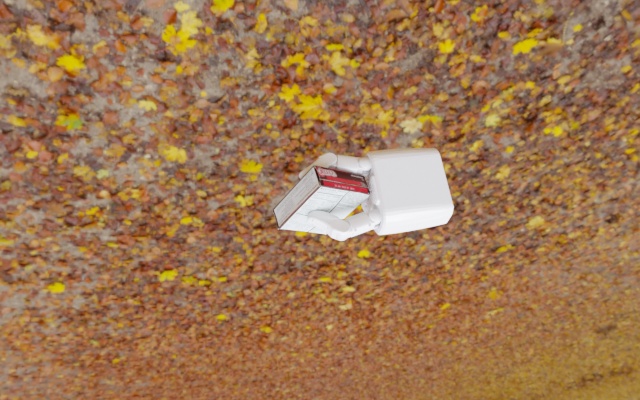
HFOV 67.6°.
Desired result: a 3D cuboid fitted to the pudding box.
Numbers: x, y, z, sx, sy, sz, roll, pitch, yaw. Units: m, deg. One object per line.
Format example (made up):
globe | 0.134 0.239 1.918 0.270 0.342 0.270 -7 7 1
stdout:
pudding box | 0.000 0.002 0.667 0.090 0.039 0.113 10 -41 -36
